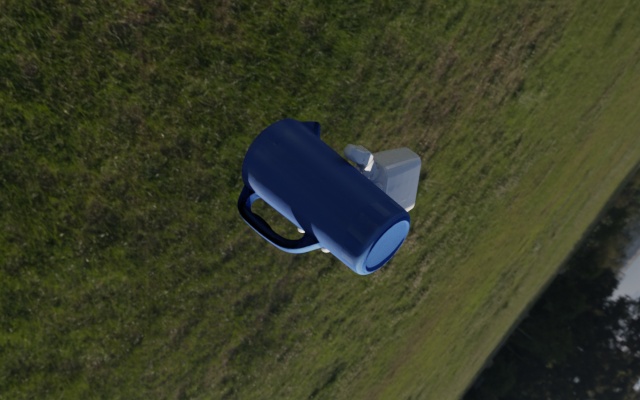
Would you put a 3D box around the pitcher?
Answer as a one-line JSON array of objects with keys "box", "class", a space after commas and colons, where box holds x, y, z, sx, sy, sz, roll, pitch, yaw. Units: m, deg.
[{"box": [0.000, 0.002, 0.694, 0.242, 0.149, 0.145, 40, 37, 28], "class": "pitcher"}]
